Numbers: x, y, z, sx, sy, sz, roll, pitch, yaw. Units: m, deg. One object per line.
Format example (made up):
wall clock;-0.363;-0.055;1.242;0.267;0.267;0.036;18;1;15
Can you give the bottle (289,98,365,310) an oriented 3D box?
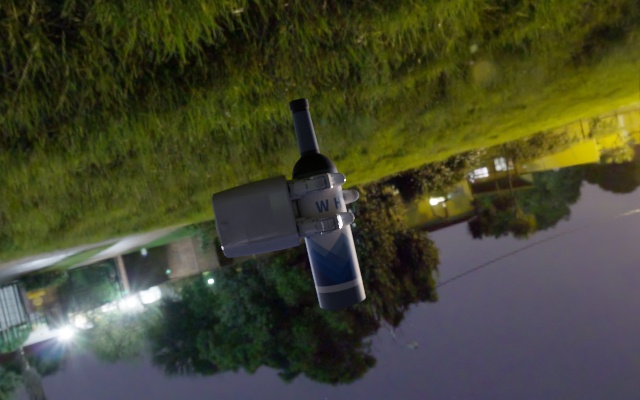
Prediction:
bottle;0.000;0.002;0.680;0.069;0.296;0.069;-13;2;0
